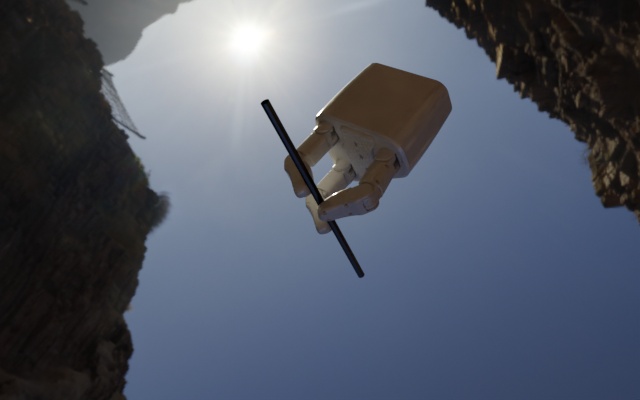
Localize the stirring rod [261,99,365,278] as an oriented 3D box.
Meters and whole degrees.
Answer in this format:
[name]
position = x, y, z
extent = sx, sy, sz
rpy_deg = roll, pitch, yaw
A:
[stirring rod]
position = 0.000, 0.001, 0.470
extent = 0.011, 0.011, 0.240
rpy_deg = 0, -44, 32
